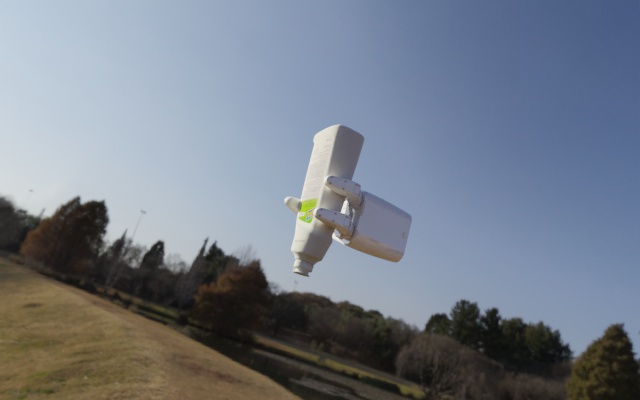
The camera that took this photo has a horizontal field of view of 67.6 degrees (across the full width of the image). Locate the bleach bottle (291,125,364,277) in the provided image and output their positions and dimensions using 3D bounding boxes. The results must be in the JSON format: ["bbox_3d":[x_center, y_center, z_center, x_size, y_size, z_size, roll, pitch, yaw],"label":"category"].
[{"bbox_3d":[0.000,0.003,0.798,0.068,0.250,0.102,24,-17,-23],"label":"bleach bottle"}]
